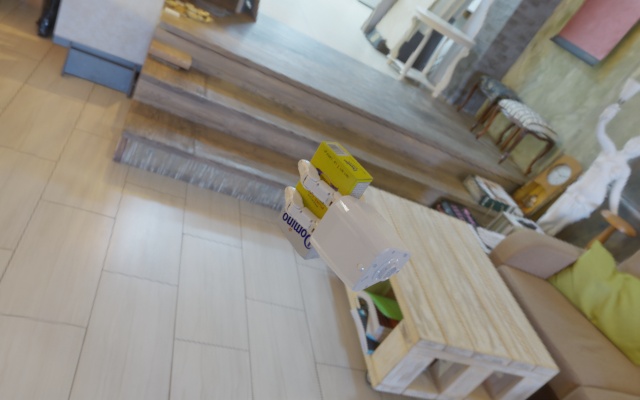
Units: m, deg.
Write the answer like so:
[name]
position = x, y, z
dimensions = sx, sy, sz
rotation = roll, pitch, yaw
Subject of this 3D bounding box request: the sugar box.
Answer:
[sugar box]
position = 0.000, 0.003, 0.758
dimensions = 0.048, 0.176, 0.093
rotation = -3, 44, -48
